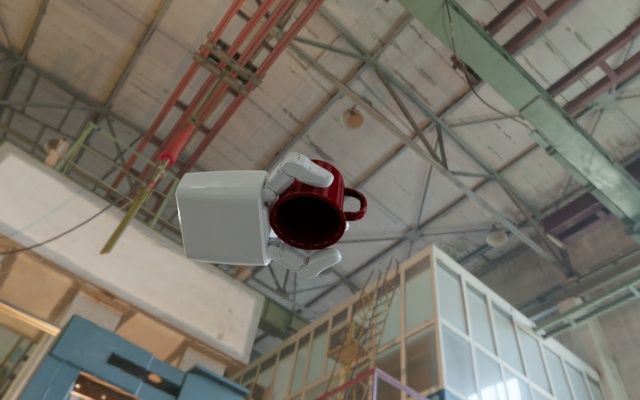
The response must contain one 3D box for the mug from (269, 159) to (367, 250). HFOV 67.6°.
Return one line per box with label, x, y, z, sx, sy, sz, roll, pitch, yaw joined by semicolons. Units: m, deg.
mug;0.002;0.002;0.601;0.117;0.093;0.081;1;39;7
